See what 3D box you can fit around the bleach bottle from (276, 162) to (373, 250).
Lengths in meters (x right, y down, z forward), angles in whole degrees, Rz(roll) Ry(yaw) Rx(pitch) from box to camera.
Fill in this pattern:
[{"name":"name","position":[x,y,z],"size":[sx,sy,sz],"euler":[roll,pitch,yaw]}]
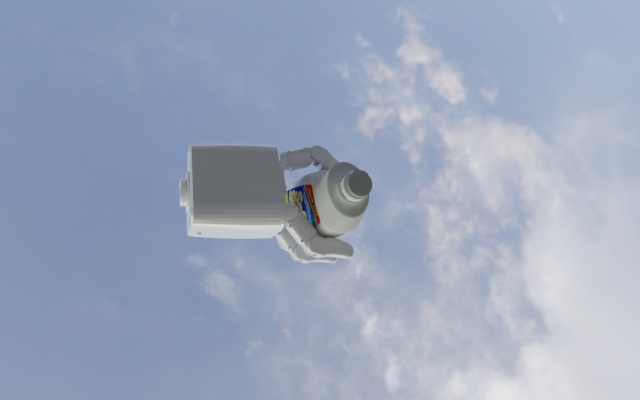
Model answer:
[{"name":"bleach bottle","position":[0.000,0.002,0.607],"size":[0.068,0.102,0.251],"euler":[-2,-12,-19]}]
